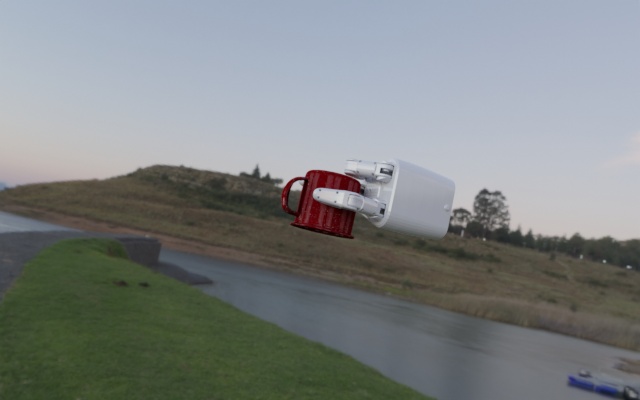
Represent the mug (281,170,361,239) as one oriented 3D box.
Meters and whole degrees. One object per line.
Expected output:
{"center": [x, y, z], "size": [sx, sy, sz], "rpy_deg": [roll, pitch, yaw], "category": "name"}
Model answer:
{"center": [-0.001, 0.002, 0.672], "size": [0.117, 0.081, 0.093], "rpy_deg": [16, -7, -23], "category": "mug"}
